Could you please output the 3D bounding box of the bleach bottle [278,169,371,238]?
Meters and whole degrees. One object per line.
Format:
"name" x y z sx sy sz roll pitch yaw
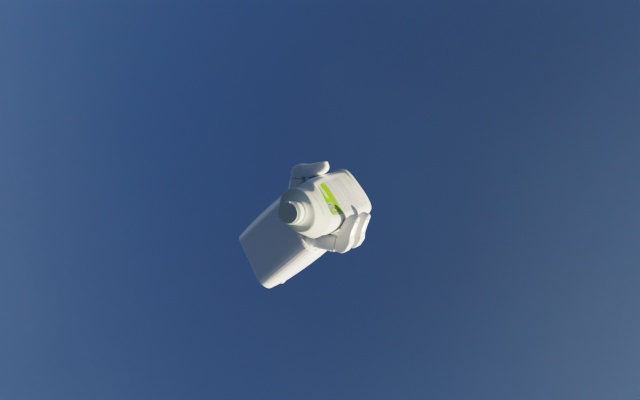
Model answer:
"bleach bottle" 0.000 0.002 0.732 0.068 0.102 0.251 -40 -12 19
